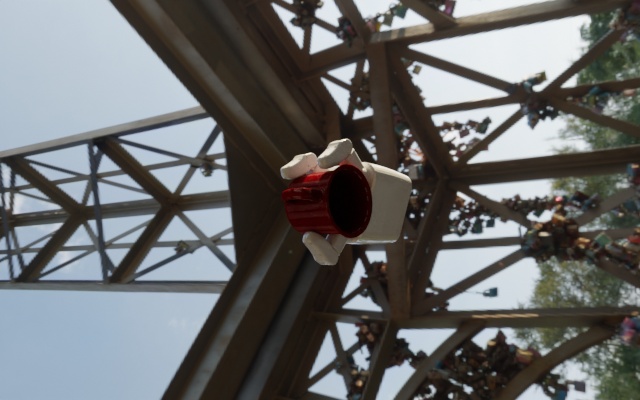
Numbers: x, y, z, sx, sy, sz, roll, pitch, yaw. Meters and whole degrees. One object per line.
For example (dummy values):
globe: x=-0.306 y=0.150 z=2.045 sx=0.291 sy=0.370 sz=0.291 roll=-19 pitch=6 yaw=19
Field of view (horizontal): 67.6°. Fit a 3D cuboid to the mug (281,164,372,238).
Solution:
mug: x=-0.001 y=0.002 z=0.612 sx=0.081 sy=0.093 sz=0.117 roll=-5 pitch=-10 yaw=42
